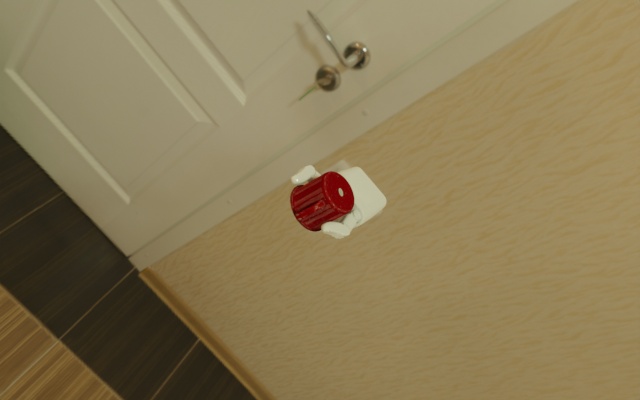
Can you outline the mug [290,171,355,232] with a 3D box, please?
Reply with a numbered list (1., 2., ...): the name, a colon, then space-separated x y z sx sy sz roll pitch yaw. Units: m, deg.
1. mug: -0.001 0.003 0.845 0.081 0.093 0.117 -28 2 38
